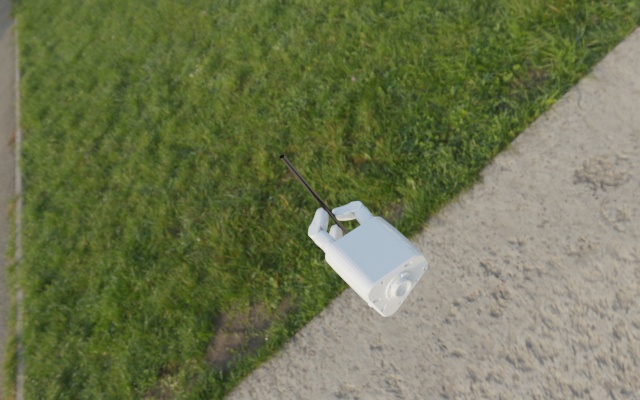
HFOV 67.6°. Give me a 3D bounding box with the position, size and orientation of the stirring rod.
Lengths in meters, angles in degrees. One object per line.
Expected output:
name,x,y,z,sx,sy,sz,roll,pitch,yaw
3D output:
stirring rod,0.000,0.003,0.776,0.011,0.011,0.240,0,-34,34
